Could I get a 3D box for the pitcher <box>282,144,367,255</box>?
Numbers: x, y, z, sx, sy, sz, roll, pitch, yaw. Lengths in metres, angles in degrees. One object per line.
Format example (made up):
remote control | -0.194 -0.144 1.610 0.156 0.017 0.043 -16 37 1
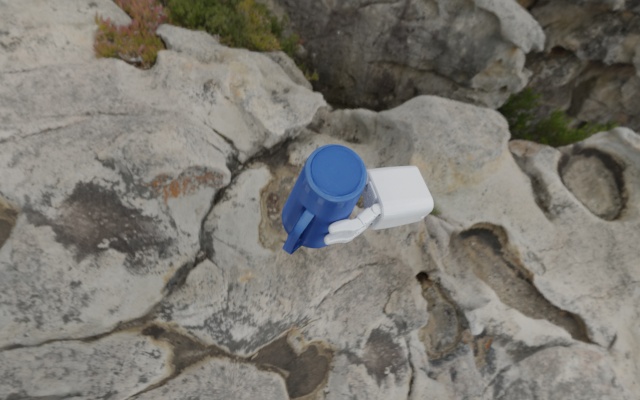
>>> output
pitcher | 0.000 0.003 0.896 0.145 0.149 0.243 -5 -21 -13
